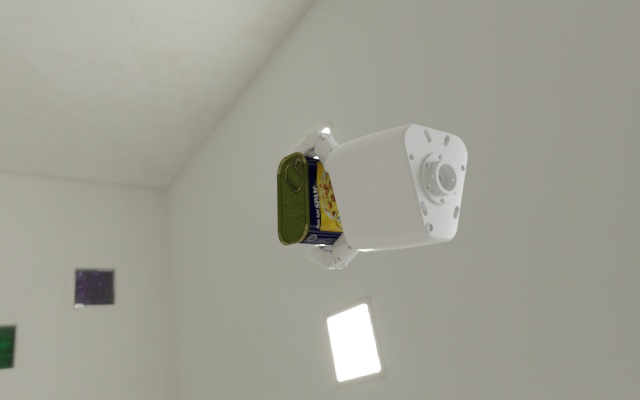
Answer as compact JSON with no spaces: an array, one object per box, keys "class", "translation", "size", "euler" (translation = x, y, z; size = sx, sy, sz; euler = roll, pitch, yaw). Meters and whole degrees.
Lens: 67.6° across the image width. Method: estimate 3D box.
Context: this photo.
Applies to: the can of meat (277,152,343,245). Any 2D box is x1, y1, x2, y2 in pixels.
[{"class":"can of meat","translation":[0.000,0.002,0.551],"size":[0.084,0.102,0.057],"euler":[7,-15,-35]}]
